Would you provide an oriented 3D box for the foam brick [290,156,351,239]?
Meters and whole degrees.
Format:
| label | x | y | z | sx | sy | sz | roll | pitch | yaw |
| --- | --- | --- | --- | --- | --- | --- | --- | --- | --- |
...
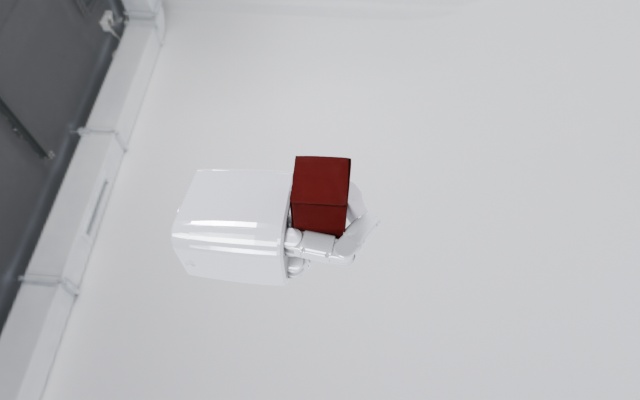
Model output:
| label | x | y | z | sx | sy | sz | roll | pitch | yaw |
| --- | --- | --- | --- | --- | --- | --- | --- | --- | --- |
| foam brick | 0.000 | 0.001 | 0.448 | 0.051 | 0.053 | 0.078 | 5 | -32 | 3 |
